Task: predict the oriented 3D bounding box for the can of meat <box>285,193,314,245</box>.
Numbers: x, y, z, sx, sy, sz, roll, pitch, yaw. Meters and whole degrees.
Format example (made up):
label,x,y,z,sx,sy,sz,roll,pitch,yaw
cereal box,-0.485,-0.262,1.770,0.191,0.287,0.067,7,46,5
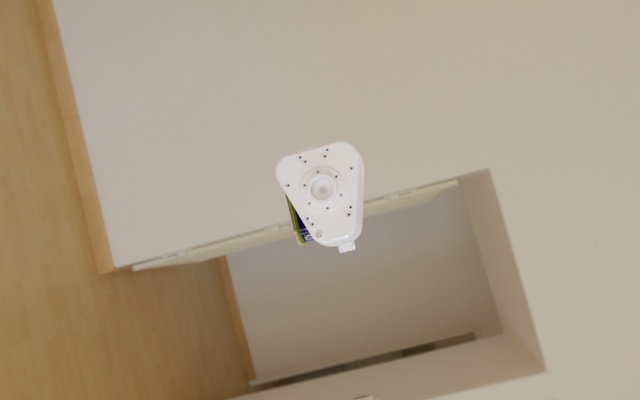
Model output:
label,x,y,z,sx,sy,sz,roll,pitch,yaw
can of meat,0.000,0.002,0.665,0.084,0.102,0.057,-15,-10,5
